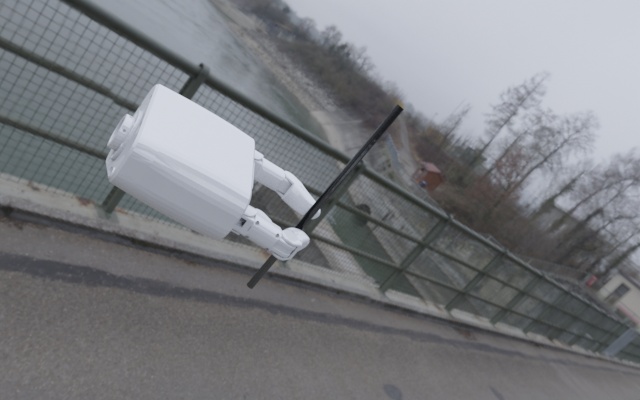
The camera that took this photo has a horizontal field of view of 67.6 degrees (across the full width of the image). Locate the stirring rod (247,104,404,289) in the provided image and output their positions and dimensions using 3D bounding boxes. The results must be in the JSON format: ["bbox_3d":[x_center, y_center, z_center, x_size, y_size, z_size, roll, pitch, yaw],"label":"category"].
[{"bbox_3d":[0.000,0.002,0.476,0.011,0.239,0.011,37,15,-11],"label":"stirring rod"}]
